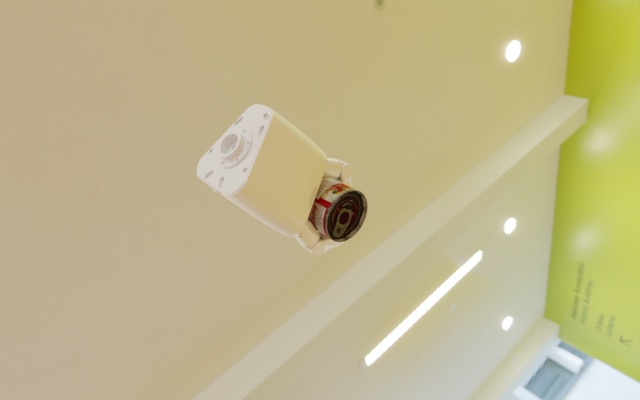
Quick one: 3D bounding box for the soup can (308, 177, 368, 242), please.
[{"bbox_3d":[0.000,0.002,0.609,0.068,0.068,0.102,0,20,-44],"label":"soup can"}]
